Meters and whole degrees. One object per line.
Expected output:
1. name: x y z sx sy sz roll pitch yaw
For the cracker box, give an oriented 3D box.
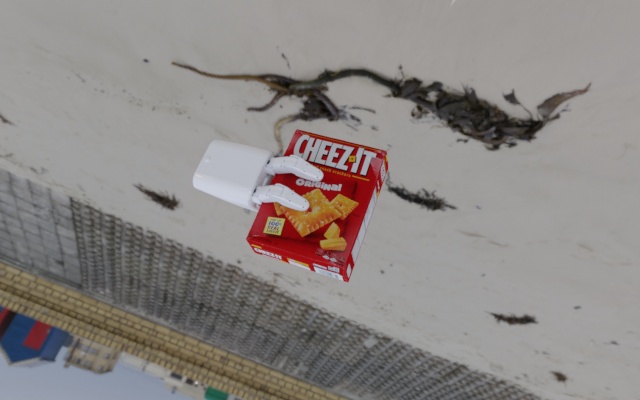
1. cracker box: 0.000 0.003 0.768 0.164 0.213 0.072 16 -23 15
